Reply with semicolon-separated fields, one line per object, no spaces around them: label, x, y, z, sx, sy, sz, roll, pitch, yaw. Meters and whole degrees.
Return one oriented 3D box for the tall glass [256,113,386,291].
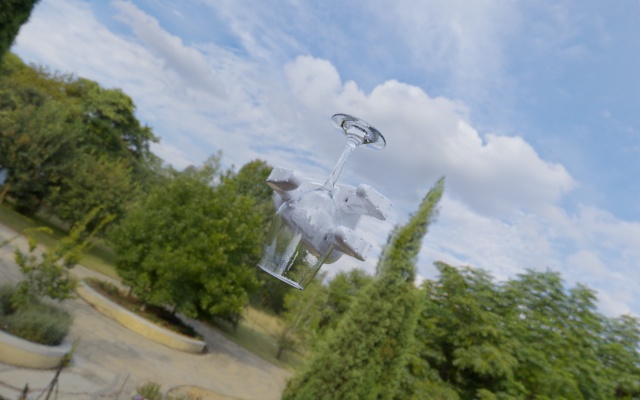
tall glass;0.000;0.001;0.558;0.079;0.201;0.079;27;-13;7
